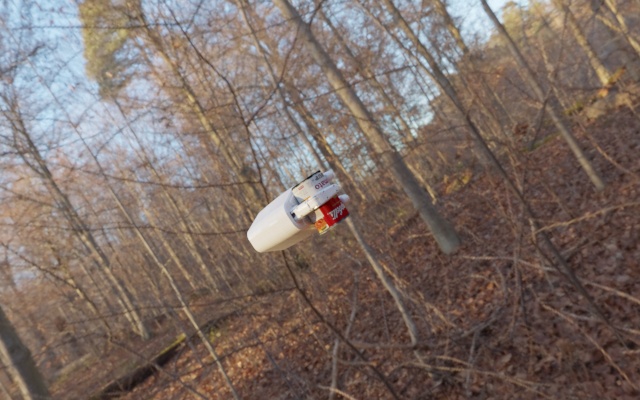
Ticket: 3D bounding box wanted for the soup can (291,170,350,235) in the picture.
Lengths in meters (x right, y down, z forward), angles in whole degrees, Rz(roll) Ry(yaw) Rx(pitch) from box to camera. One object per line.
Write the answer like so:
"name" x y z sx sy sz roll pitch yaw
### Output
"soup can" 0.000 0.002 0.892 0.068 0.102 0.068 -34 0 0
